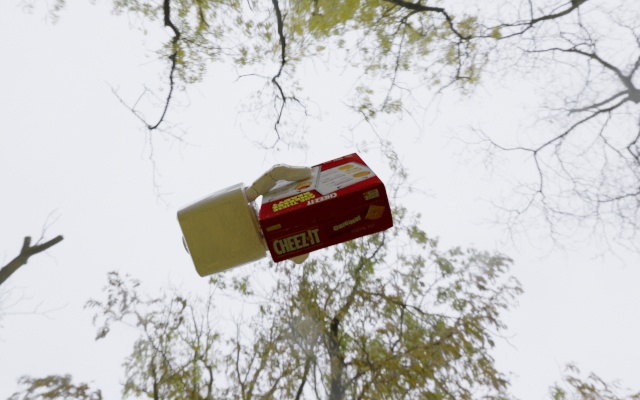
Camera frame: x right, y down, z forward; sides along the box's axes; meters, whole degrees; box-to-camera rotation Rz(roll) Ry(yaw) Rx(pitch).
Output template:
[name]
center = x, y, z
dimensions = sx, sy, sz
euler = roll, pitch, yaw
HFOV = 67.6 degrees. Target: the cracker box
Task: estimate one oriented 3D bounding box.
[cracker box]
center = 0.000, 0.002, 0.695
dimensions = 0.164, 0.072, 0.213
euler = -18, 17, 0
